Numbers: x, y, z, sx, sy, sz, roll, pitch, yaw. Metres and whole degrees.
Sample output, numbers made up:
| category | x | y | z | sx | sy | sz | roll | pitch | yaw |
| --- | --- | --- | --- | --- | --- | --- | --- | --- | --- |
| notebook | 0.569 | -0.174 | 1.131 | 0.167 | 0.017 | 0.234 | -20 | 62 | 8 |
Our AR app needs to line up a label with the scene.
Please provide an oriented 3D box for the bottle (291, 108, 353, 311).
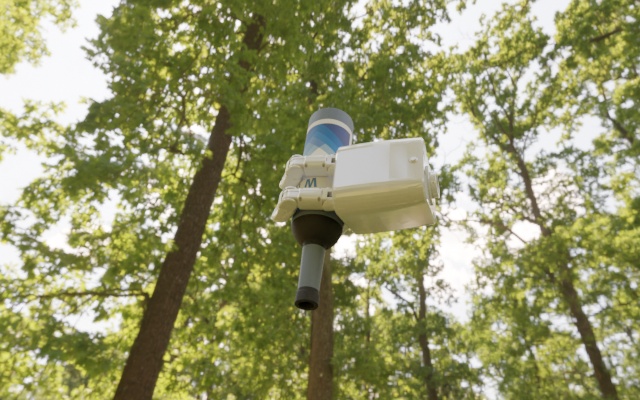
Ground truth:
| category | x | y | z | sx | sy | sz | roll | pitch | yaw |
| --- | --- | --- | --- | --- | --- | --- | --- | --- | --- |
| bottle | 0.000 | 0.002 | 0.622 | 0.069 | 0.295 | 0.069 | 5 | -38 | 4 |
